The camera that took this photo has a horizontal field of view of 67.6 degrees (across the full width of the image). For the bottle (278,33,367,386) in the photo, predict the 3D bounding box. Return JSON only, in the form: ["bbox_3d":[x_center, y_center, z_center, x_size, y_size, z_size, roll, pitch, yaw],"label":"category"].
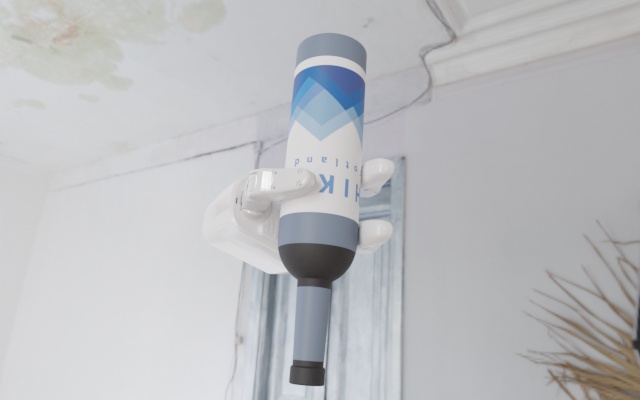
[{"bbox_3d":[0.000,0.001,0.410,0.069,0.295,0.069,4,-17,1],"label":"bottle"}]
